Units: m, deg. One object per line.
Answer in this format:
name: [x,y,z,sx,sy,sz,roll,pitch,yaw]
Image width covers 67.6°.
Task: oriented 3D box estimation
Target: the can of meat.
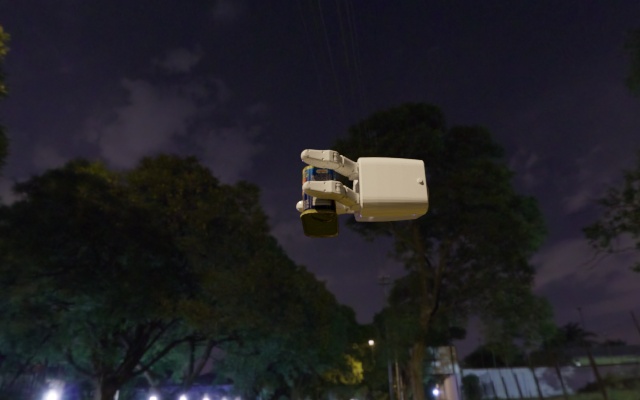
can of meat: [0.000,0.002,0.766,0.057,0.084,0.102,-1,-26,3]
